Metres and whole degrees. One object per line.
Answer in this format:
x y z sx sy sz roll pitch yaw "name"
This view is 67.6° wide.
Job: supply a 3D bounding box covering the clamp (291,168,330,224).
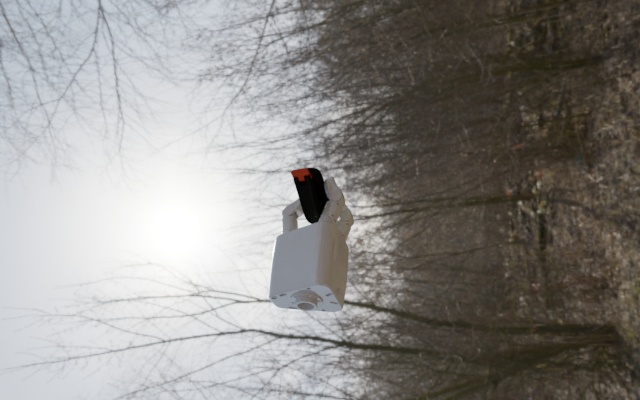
-0.001 0.003 0.800 0.036 0.164 0.210 -9 -40 15 "clamp"
